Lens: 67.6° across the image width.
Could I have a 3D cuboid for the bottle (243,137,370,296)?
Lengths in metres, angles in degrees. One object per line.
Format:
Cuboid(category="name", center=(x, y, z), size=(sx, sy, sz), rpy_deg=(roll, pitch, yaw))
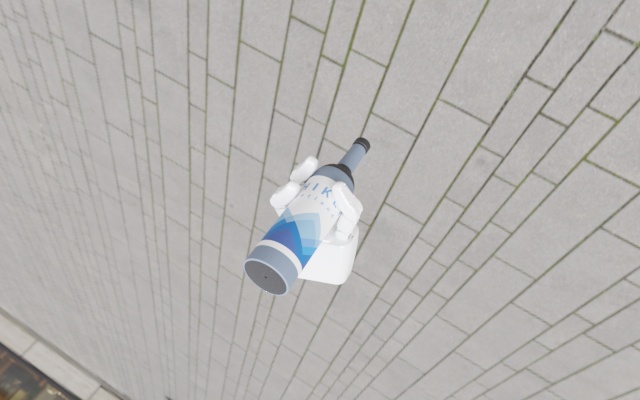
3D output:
Cuboid(category="bottle", center=(0.000, 0.002, 0.682), size=(0.069, 0.069, 0.295), rpy_deg=(0, 40, 37))
